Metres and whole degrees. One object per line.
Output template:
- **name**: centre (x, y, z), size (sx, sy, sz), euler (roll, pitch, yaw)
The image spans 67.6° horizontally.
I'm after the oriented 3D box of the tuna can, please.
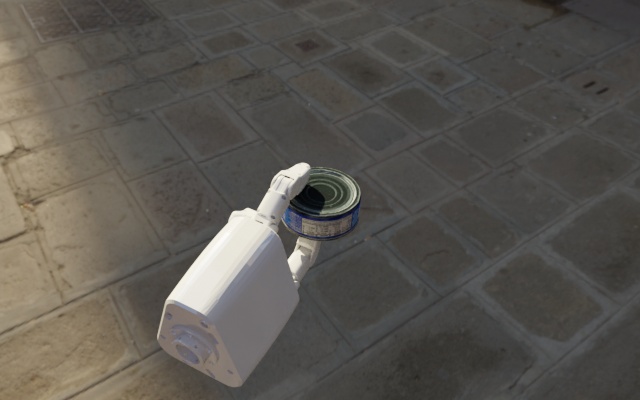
- **tuna can**: centre (0.000, 0.001, 0.509), size (0.086, 0.034, 0.086), euler (3, 40, -2)
